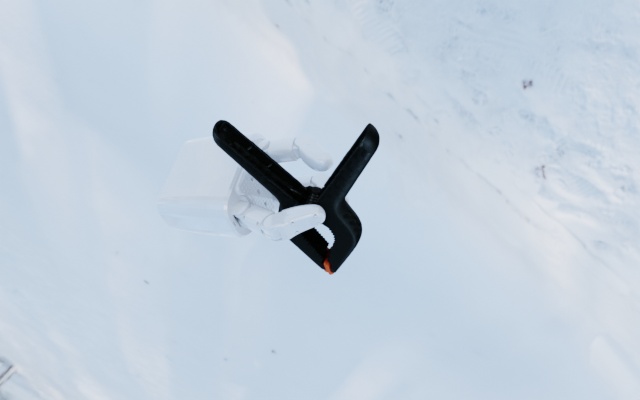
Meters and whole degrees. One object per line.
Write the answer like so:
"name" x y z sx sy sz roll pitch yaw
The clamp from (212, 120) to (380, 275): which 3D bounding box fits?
"clamp" 0.000 0.003 0.485 0.164 0.210 0.036 1 45 28
